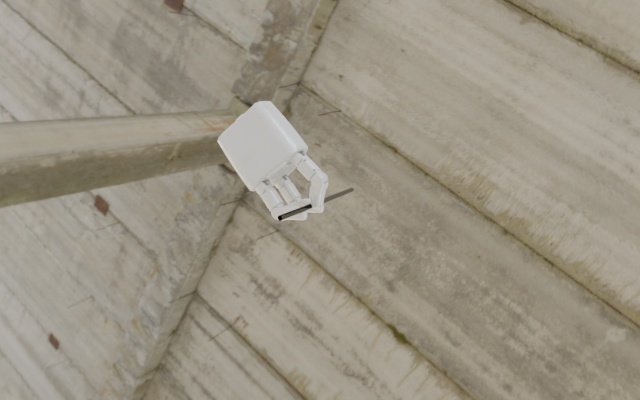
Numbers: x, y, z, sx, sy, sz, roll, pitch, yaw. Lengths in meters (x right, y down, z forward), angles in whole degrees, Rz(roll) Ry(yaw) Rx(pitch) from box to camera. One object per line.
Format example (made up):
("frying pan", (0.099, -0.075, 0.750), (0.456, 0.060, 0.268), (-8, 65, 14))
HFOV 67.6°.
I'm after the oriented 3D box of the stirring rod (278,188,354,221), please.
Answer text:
("stirring rod", (0.000, 0.003, 0.796), (0.011, 0.011, 0.239), (0, 11, 30))
